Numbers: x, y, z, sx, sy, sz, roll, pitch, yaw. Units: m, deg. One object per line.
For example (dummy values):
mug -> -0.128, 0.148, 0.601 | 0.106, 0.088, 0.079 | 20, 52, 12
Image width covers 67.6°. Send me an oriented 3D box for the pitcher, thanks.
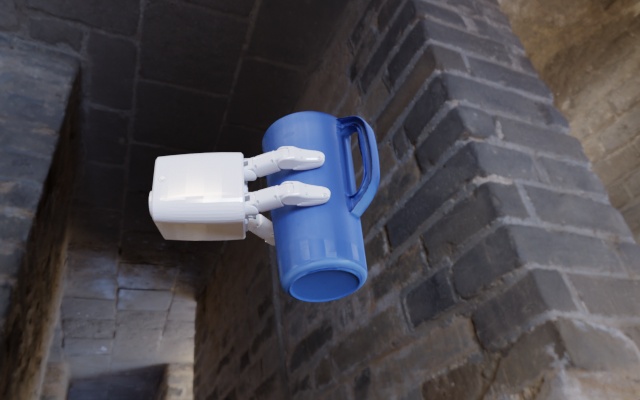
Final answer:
pitcher -> 0.000, 0.002, 0.643 | 0.145, 0.242, 0.149 | 0, -36, -12
